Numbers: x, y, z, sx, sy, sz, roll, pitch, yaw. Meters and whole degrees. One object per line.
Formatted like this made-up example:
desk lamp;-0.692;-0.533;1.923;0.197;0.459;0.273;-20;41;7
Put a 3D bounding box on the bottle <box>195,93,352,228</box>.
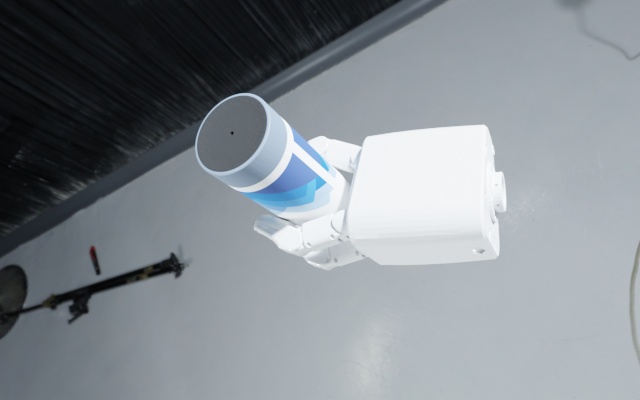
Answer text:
bottle;0.000;0.001;0.467;0.069;0.069;0.296;0;-20;28
